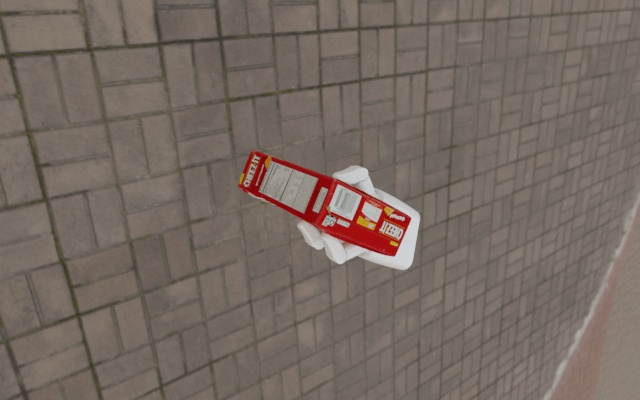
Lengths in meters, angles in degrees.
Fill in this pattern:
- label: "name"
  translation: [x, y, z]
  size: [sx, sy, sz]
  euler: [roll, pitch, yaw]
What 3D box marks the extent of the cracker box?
- label: "cracker box"
  translation: [0.000, 0.002, 0.706]
  size: [0.164, 0.072, 0.213]
  euler: [24, -1, -40]
